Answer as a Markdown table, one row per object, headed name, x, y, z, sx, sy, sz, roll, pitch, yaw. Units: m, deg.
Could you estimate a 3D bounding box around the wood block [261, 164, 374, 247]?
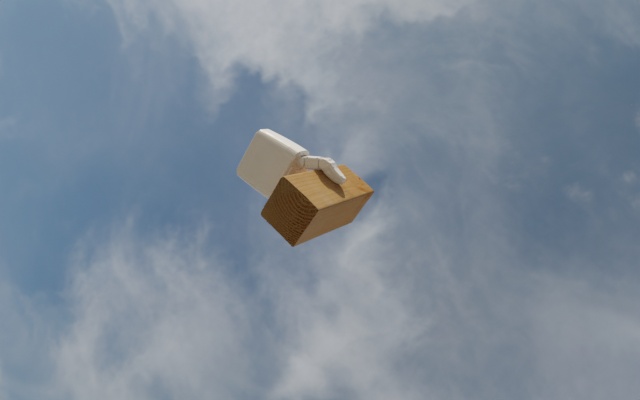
| name | x | y | z | sx | sy | sz | roll | pitch | yaw |
| --- | --- | --- | --- | --- | --- | --- | --- | --- | --- |
| wood block | 0.000 | 0.002 | 0.883 | 0.090 | 0.091 | 0.206 | 43 | 29 | 18 |
